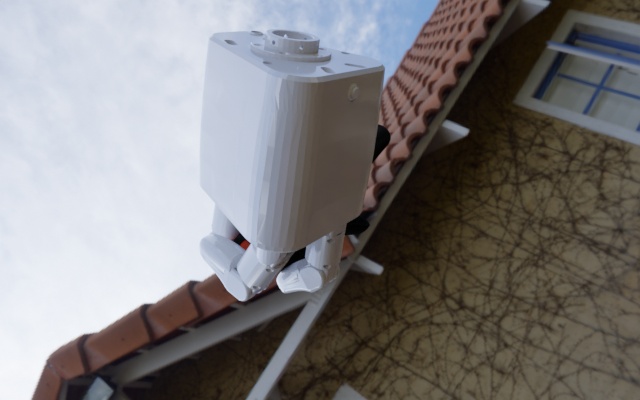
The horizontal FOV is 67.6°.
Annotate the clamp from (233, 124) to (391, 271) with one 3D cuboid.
[{"bbox_3d":[-0.001,0.001,0.403,0.039,0.120,0.171,27,33,30],"label":"clamp"}]
